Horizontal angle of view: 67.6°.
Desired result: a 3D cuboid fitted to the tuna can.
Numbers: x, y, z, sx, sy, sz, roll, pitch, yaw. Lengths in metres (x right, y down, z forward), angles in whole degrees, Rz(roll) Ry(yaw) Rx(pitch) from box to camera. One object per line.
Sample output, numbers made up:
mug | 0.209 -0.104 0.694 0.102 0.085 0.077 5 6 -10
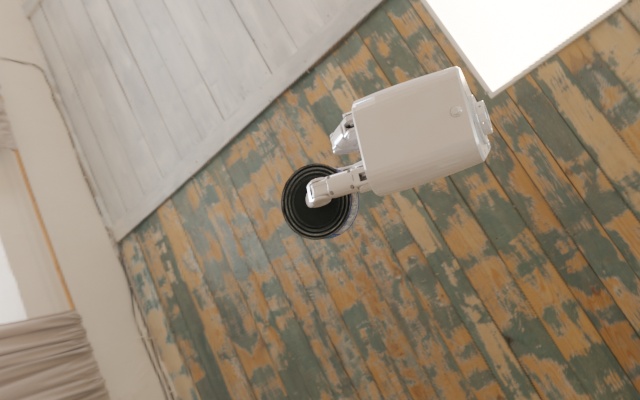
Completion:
tuna can | 0.000 0.002 0.547 0.086 0.086 0.034 0 -3 24
